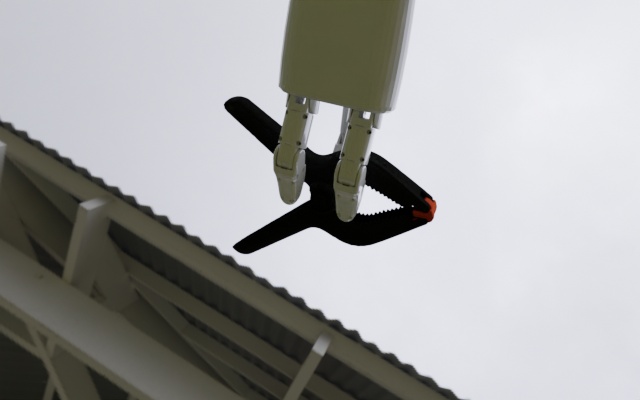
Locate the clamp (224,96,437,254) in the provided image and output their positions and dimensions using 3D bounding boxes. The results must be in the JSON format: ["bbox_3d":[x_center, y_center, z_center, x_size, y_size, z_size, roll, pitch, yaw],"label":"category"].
[{"bbox_3d":[0.001,0.001,0.453,0.210,0.165,0.036,16,28,14],"label":"clamp"}]
